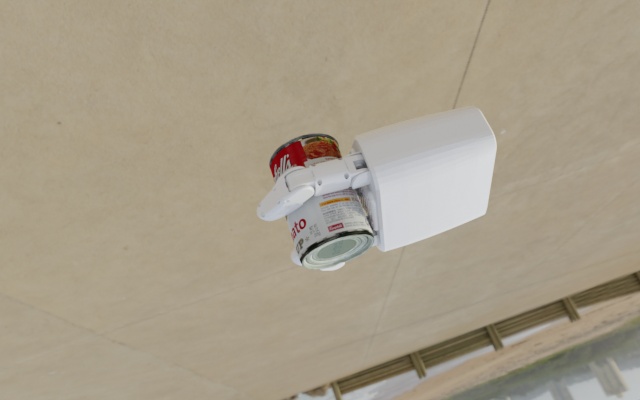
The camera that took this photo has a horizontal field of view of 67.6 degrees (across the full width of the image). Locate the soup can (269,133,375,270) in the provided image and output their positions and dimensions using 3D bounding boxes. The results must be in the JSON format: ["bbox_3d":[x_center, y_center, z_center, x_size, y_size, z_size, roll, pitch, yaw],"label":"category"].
[{"bbox_3d":[0.000,0.002,0.424,0.068,0.102,0.068,-16,-26,-8],"label":"soup can"}]
